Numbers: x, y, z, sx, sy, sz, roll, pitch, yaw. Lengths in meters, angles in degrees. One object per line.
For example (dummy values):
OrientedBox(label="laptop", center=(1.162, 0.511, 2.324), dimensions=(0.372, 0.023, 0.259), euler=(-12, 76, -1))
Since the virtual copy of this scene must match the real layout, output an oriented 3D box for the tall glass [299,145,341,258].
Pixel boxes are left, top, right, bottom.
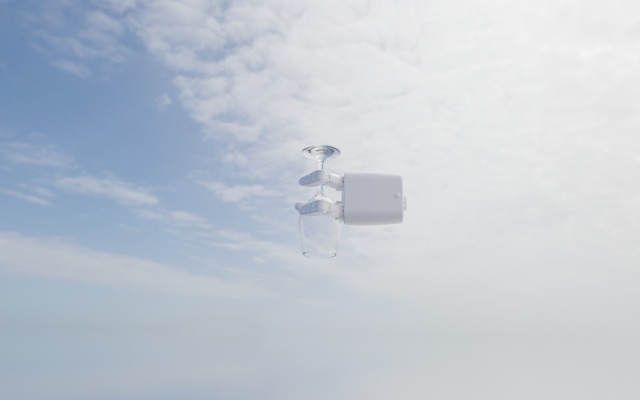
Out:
OrientedBox(label="tall glass", center=(0.000, 0.002, 0.890), dimensions=(0.079, 0.201, 0.079), euler=(1, -15, 0))
